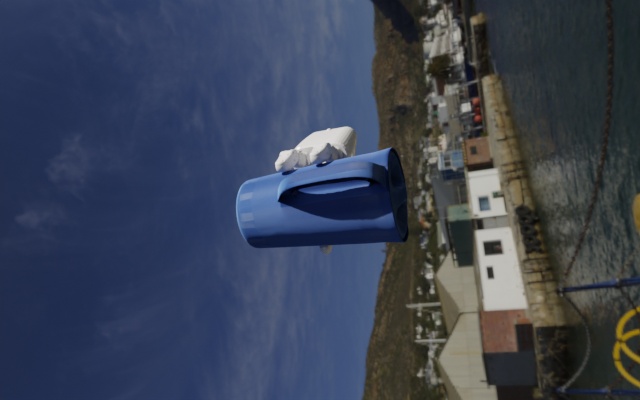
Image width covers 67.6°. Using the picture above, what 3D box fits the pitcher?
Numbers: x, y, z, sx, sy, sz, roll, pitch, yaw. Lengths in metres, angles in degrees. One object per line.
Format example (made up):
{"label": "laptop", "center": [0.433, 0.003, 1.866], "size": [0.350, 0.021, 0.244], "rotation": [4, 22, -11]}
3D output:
{"label": "pitcher", "center": [0.000, 0.002, 0.695], "size": [0.243, 0.149, 0.145], "rotation": [-8, 24, 19]}
